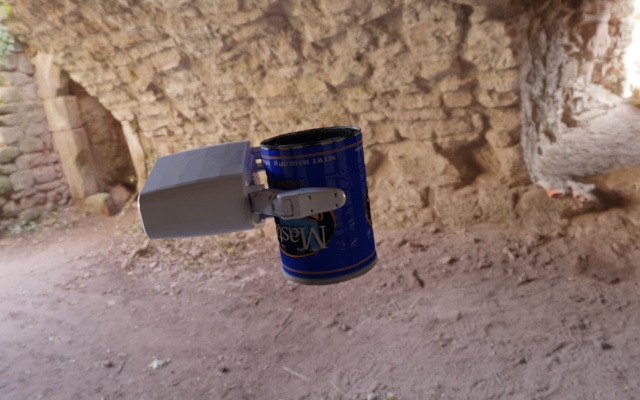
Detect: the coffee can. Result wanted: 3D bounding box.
[{"bbox_3d":[0.000,0.002,0.492,0.103,0.140,0.102,-8,15,2],"label":"coffee can"}]
